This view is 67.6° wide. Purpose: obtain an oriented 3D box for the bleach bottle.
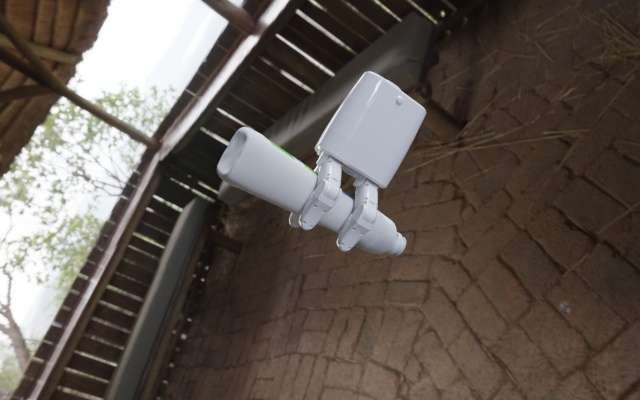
[{"bbox_3d":[0.000,0.002,0.592,0.251,0.068,0.102,30,1,-23],"label":"bleach bottle"}]
